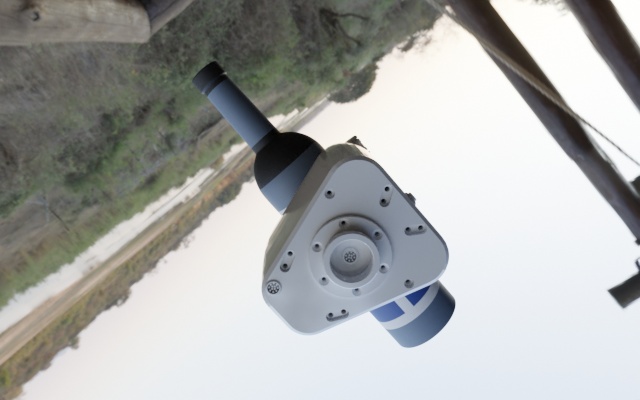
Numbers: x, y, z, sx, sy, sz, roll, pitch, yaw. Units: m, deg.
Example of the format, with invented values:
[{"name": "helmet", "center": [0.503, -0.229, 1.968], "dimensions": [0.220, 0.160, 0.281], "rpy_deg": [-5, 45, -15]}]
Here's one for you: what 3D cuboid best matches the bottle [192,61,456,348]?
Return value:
[{"name": "bottle", "center": [0.000, 0.002, 0.418], "dimensions": [0.069, 0.296, 0.069], "rpy_deg": [-41, 8, 7]}]
